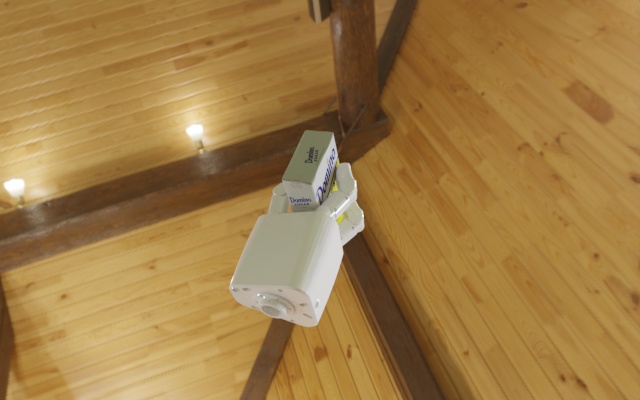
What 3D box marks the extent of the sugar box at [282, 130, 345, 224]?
[{"bbox_3d":[0.001,0.002,0.644,0.048,0.093,0.176,9,-38,17],"label":"sugar box"}]
